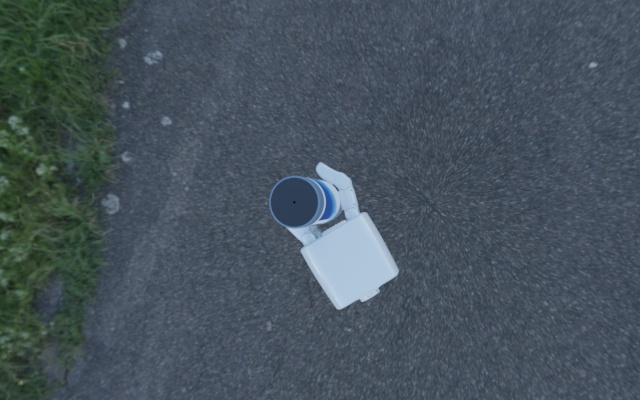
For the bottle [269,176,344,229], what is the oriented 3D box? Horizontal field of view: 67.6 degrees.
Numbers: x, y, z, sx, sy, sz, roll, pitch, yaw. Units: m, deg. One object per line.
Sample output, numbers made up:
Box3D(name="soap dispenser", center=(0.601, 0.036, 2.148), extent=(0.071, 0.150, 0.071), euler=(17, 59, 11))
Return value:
Box3D(name="bottle", center=(0.000, 0.002, 0.739), extent=(0.069, 0.069, 0.296), euler=(0, 0, 13))
